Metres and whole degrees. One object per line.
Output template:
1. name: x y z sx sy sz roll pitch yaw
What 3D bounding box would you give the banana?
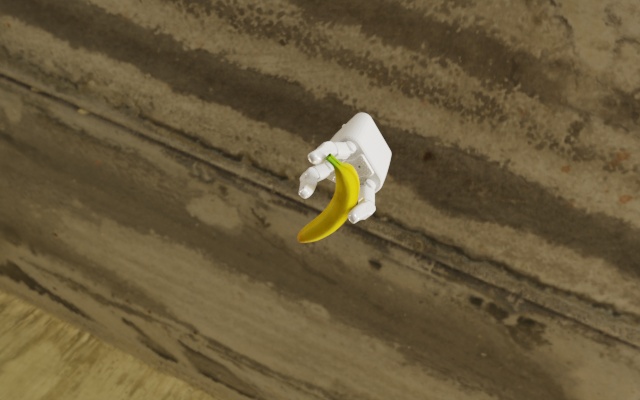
1. banana: 0.018 0.007 0.766 0.069 0.198 0.037 22 41 2
